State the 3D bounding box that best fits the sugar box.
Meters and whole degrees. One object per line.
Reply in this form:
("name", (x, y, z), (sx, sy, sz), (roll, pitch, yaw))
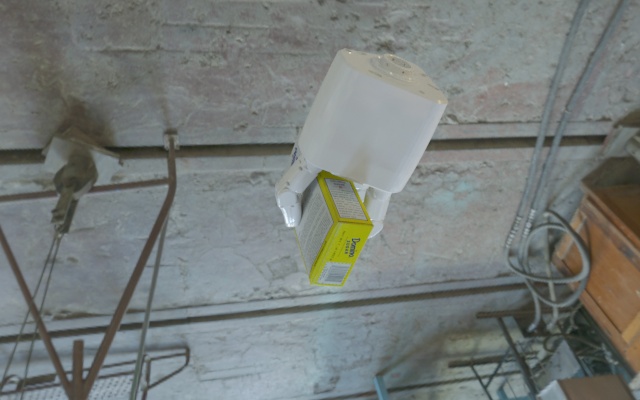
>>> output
("sugar box", (0.001, 0.002, 0.543), (0.048, 0.093, 0.176), (9, 37, -21))
